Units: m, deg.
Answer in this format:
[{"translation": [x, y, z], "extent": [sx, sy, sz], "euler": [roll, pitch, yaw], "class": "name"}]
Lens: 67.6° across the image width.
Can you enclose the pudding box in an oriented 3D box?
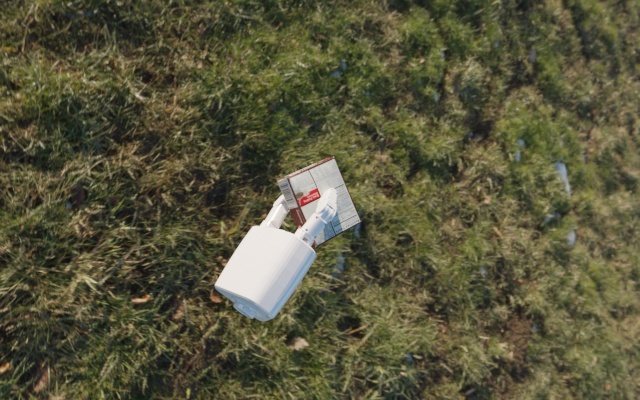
[{"translation": [0.000, 0.002, 0.714], "extent": [0.090, 0.113, 0.039], "euler": [-26, 8, -29], "class": "pudding box"}]
